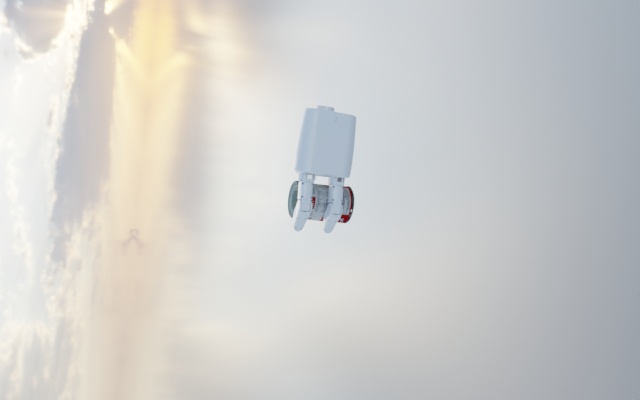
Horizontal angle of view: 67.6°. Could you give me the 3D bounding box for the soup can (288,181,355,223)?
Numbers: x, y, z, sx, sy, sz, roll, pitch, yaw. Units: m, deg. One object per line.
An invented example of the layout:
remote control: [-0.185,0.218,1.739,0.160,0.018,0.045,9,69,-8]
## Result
soup can: [0.000,0.003,0.845,0.102,0.068,0.068,6,-2,-21]
